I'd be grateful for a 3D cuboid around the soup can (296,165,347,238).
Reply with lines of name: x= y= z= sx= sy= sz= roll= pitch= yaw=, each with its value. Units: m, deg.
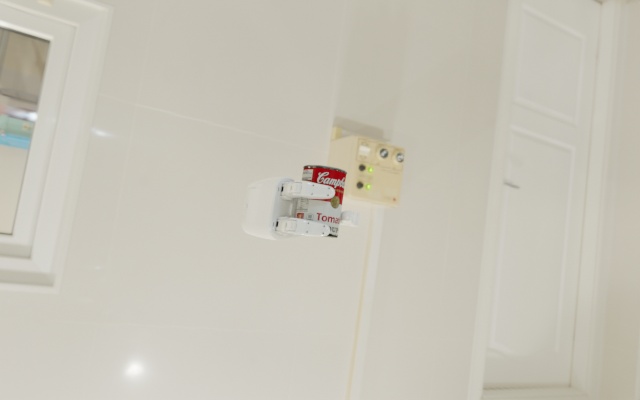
soup can: x=0.000 y=0.003 z=0.726 sx=0.068 sy=0.102 sz=0.068 roll=8 pitch=-6 yaw=1
